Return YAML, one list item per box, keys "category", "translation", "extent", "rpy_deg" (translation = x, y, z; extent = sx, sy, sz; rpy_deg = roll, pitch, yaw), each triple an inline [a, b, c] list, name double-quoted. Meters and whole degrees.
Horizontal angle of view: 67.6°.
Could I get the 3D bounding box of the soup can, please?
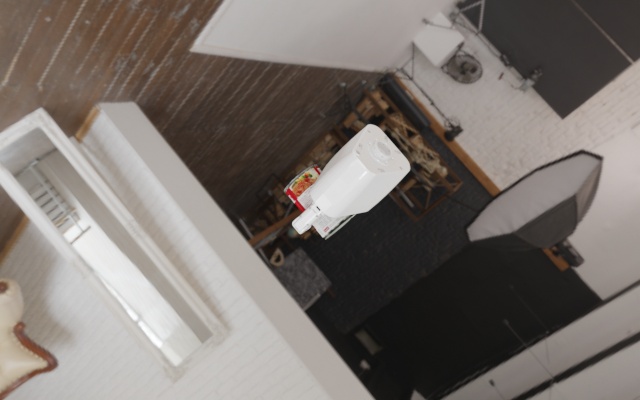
- category: "soup can"
  translation: [0.000, 0.003, 0.763]
  extent: [0.068, 0.102, 0.068]
  rpy_deg: [-39, -6, -5]
